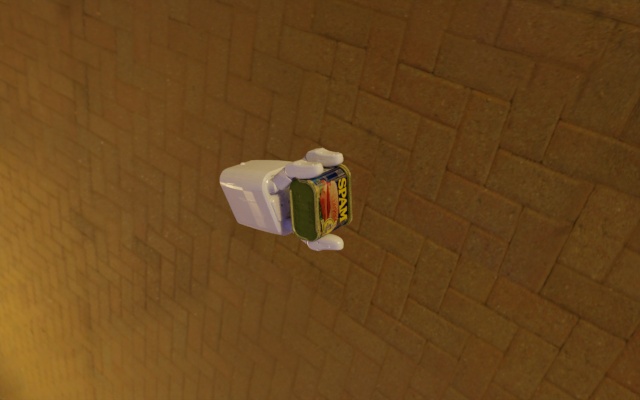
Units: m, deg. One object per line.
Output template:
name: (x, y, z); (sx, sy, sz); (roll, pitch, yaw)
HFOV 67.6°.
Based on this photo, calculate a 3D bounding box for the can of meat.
can of meat: (0.000, 0.003, 0.717); (0.057, 0.102, 0.084); (13, 26, 36)
